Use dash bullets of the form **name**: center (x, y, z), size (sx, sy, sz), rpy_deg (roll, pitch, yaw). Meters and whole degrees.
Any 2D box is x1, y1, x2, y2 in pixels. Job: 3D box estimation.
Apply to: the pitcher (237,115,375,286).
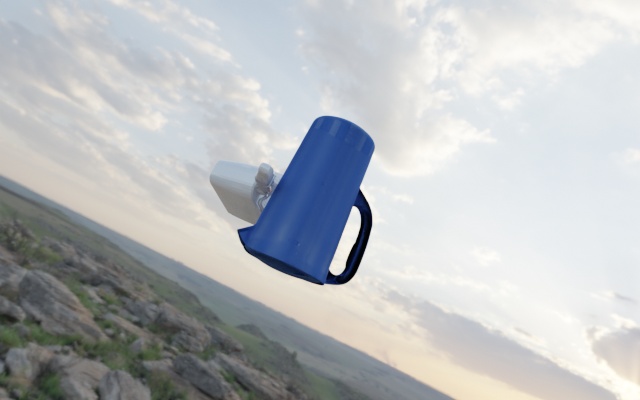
- **pitcher**: center (0.000, 0.002, 0.729), size (0.145, 0.242, 0.149), rpy_deg (15, -17, 35)
